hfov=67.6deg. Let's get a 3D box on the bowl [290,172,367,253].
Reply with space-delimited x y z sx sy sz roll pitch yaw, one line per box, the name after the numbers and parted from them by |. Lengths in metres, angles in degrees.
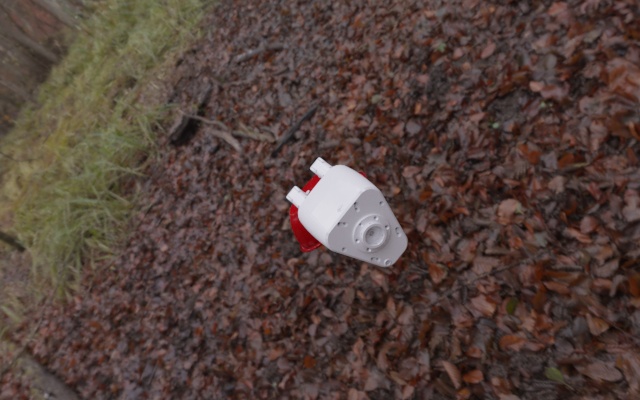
-0.001 0.002 0.766 0.055 0.162 0.162 38 -11 -15 | bowl
